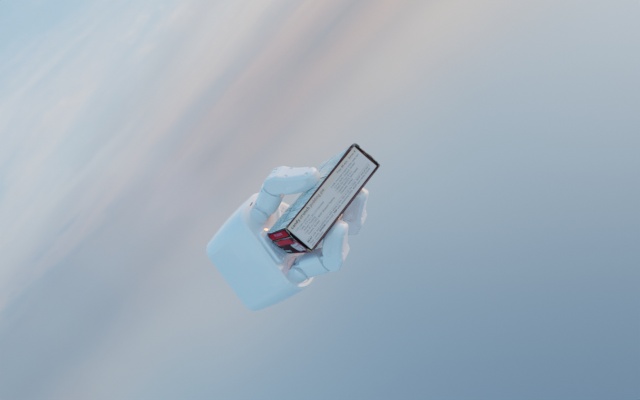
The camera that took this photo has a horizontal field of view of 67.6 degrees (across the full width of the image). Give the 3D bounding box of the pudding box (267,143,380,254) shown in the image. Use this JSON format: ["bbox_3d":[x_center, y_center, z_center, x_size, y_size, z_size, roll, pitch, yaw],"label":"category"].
[{"bbox_3d":[0.000,0.001,0.484,0.039,0.113,0.090,40,-16,-10],"label":"pudding box"}]
